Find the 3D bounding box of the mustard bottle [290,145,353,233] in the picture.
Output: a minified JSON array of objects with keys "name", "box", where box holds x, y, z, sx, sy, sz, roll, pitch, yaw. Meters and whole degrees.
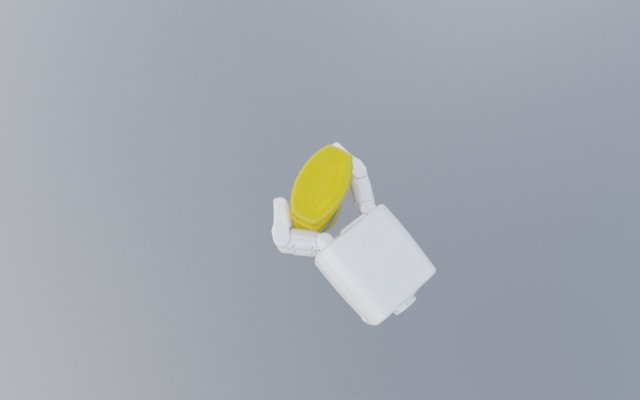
[{"name":"mustard bottle","box":[0.000,0.002,0.618,0.058,0.096,0.192,26,-12,5]}]
